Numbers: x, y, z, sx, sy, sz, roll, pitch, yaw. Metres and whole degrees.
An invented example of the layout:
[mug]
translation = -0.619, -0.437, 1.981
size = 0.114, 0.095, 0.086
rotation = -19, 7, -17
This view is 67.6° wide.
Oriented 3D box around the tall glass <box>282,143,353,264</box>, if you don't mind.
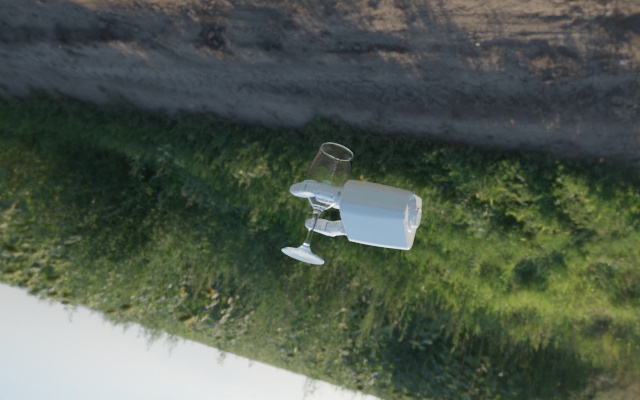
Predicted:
[tall glass]
translation = 0.000, 0.003, 0.821
size = 0.079, 0.201, 0.079
rotation = 16, -18, 5
